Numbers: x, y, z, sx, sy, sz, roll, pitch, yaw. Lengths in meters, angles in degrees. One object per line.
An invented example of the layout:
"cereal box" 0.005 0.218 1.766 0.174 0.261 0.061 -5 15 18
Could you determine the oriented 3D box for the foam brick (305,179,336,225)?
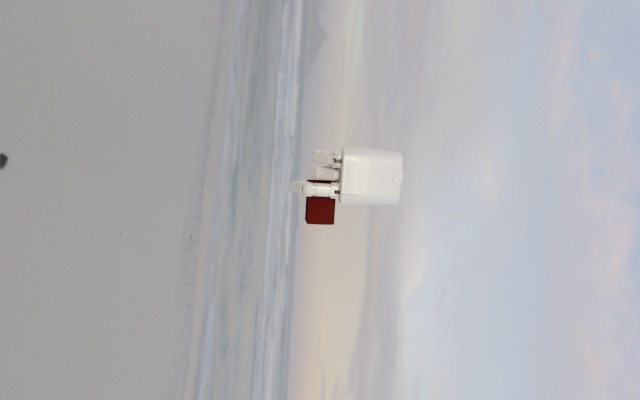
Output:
"foam brick" 0.000 0.003 0.878 0.051 0.078 0.053 2 10 -6
